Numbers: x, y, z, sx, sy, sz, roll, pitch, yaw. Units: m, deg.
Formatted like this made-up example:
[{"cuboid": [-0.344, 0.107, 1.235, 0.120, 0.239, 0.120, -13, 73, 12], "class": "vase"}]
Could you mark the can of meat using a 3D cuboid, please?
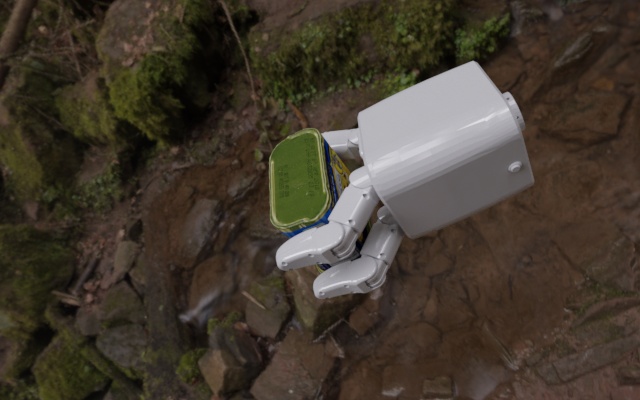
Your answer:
[{"cuboid": [0.000, 0.001, 0.408, 0.057, 0.102, 0.084, -22, -41, 18], "class": "can of meat"}]
